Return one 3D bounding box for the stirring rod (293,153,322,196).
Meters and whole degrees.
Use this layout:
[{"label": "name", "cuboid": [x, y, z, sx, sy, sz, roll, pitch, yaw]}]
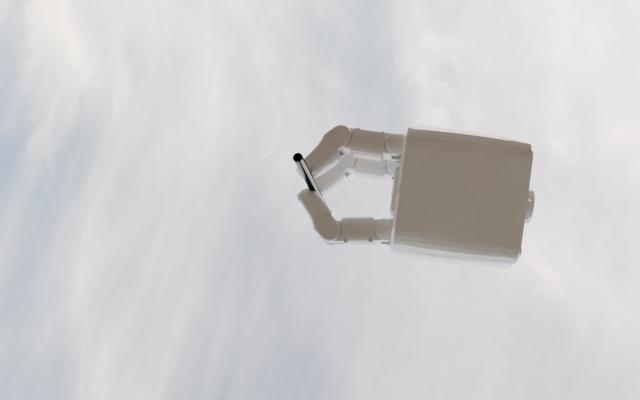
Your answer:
[{"label": "stirring rod", "cuboid": [0.000, 0.002, 0.488, 0.011, 0.011, 0.240, 0, -17, 9]}]
